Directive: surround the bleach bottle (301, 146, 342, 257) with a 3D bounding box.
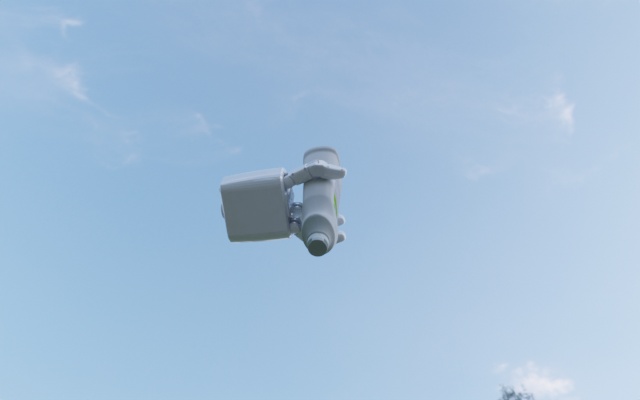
[{"bbox_3d":[0.000,0.003,0.780,0.068,0.103,0.250,-7,27,6],"label":"bleach bottle"}]
